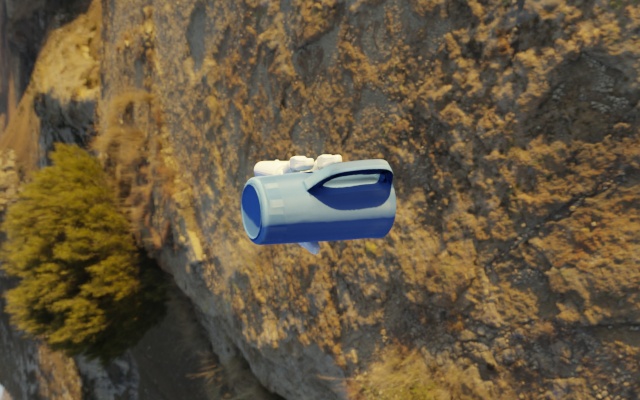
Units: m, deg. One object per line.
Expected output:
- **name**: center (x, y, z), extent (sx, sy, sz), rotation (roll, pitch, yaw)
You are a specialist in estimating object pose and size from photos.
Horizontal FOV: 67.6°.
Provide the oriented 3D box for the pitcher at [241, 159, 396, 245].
- **pitcher**: center (0.000, 0.003, 0.798), extent (0.243, 0.149, 0.145), rotation (-4, 11, -29)
